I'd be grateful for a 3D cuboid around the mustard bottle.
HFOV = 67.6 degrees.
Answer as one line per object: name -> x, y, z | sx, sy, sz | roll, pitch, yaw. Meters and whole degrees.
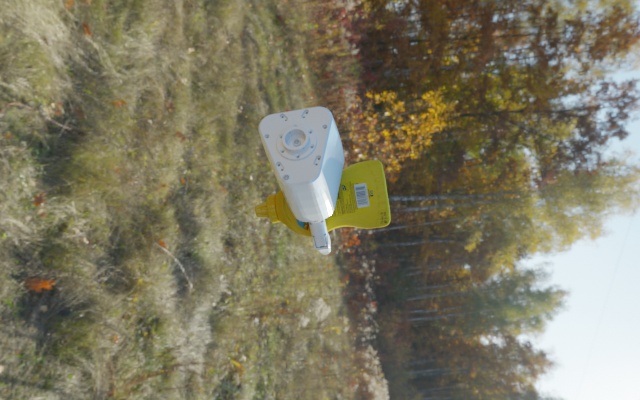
mustard bottle -> 0.000, 0.002, 0.691 | 0.191, 0.096, 0.058 | -8, -1, 5
